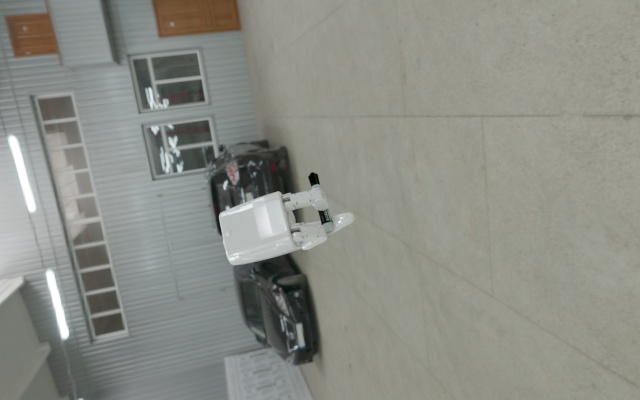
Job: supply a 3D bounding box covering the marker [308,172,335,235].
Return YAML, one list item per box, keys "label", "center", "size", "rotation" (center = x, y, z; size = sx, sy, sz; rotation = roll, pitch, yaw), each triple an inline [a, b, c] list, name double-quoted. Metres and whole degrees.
- label: "marker"
  center: [0.000, 0.003, 0.835]
  size: [0.020, 0.121, 0.020]
  rotation: [-13, -27, -7]
